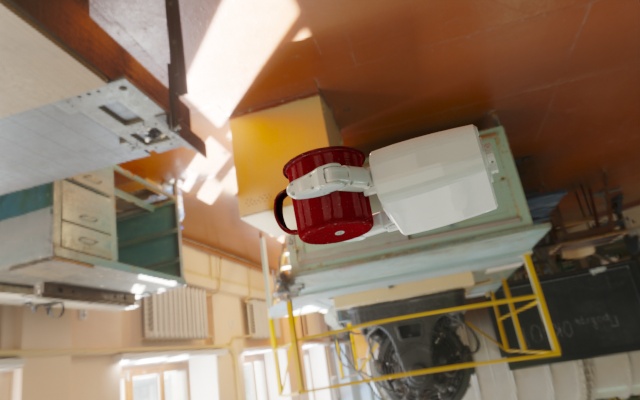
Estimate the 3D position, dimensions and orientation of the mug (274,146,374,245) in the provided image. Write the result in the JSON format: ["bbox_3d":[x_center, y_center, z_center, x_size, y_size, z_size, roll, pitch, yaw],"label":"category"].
[{"bbox_3d":[-0.001,0.002,0.519,0.117,0.081,0.093,-18,-20,21],"label":"mug"}]
